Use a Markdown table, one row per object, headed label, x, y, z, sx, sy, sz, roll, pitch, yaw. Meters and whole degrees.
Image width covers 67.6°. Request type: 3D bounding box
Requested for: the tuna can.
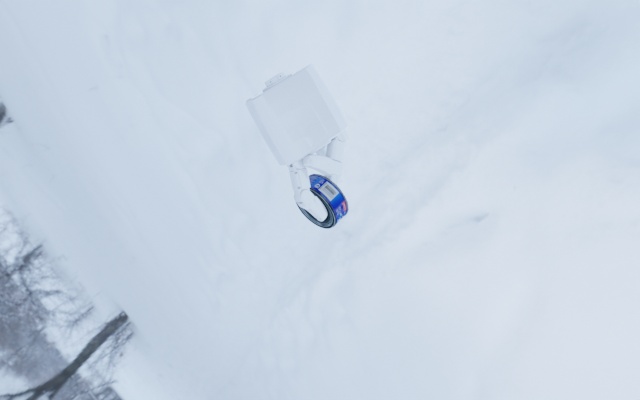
| label | x | y | z | sx | sy | sz | roll | pitch | yaw |
| --- | --- | --- | --- | --- | --- | --- | --- | --- | --- |
| tuna can | 0.000 | 0.003 | 0.748 | 0.033 | 0.086 | 0.086 | -44 | 26 | -30 |
